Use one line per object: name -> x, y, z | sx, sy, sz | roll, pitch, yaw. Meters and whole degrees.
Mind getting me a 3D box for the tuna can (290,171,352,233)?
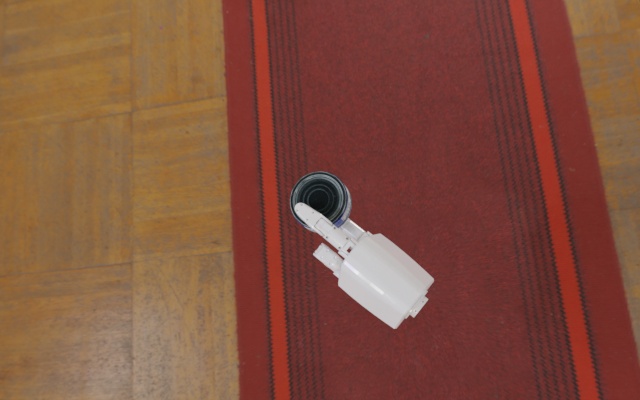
tuna can -> 0.000, 0.002, 0.685 | 0.086, 0.086, 0.034 | 0, -14, 15
